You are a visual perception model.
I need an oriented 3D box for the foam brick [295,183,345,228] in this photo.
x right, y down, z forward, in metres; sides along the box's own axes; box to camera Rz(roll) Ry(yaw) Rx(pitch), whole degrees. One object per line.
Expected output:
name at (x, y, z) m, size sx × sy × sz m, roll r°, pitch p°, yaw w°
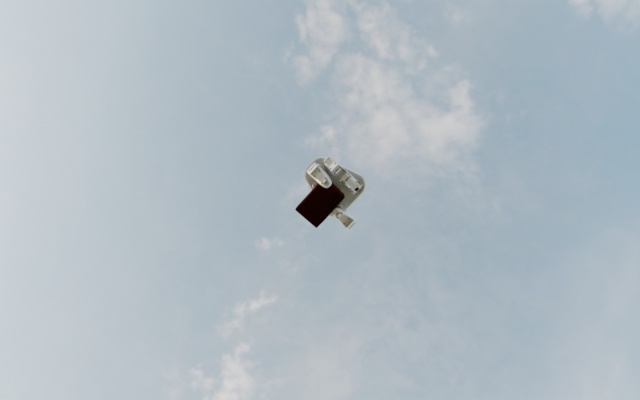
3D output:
foam brick at (0.000, 0.003, 0.867) m, size 0.053 × 0.078 × 0.051 m, roll 43°, pitch 5°, yaw -4°
